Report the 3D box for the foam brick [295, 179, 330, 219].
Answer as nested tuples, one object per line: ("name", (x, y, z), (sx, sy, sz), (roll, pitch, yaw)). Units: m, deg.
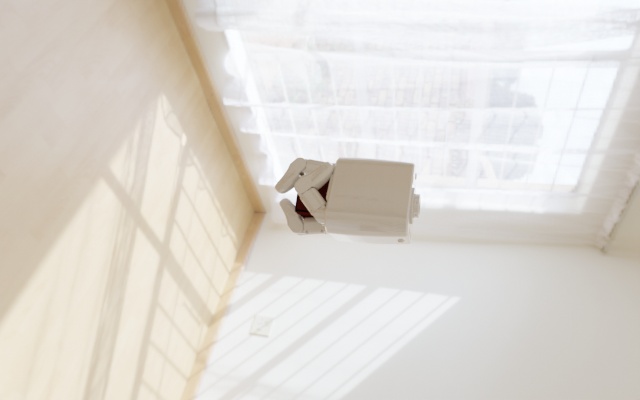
("foam brick", (0.000, 0.002, 0.696), (0.051, 0.053, 0.078), (4, -13, 15))
